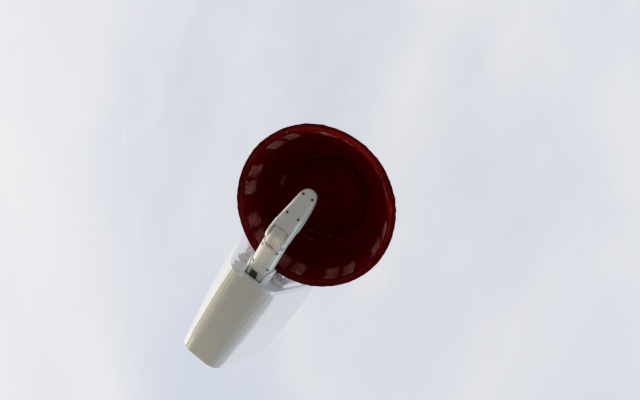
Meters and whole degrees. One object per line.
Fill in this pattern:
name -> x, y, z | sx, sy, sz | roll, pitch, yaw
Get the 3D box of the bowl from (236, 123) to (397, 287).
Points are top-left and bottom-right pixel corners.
bowl -> 0.001, 0.001, 0.478 | 0.162, 0.162, 0.055 | 0, 14, 20
